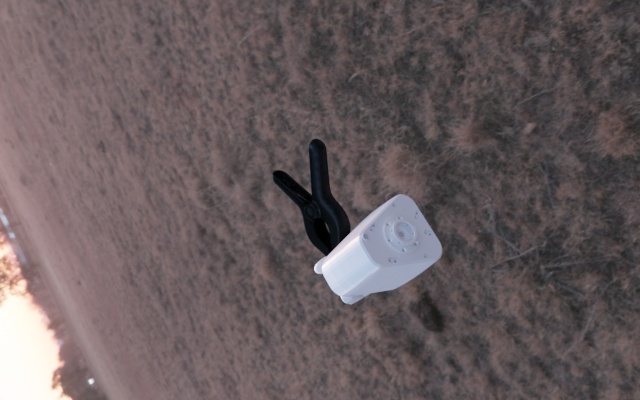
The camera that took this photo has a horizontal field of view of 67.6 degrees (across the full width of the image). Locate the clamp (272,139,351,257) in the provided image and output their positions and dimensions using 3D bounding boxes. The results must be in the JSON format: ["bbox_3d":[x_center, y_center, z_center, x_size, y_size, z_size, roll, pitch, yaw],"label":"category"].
[{"bbox_3d":[0.000,0.003,0.664,0.039,0.171,0.120,-24,-14,-35],"label":"clamp"}]
